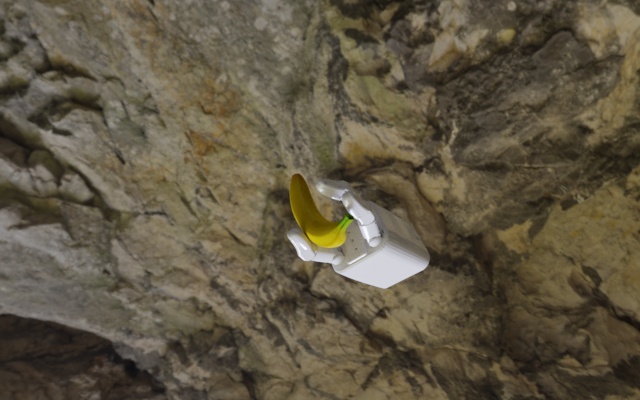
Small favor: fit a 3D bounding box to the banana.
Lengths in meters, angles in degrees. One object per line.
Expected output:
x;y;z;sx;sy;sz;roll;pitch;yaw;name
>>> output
-0.006;0.020;0.697;0.037;0.069;0.197;20;10;-32;banana
